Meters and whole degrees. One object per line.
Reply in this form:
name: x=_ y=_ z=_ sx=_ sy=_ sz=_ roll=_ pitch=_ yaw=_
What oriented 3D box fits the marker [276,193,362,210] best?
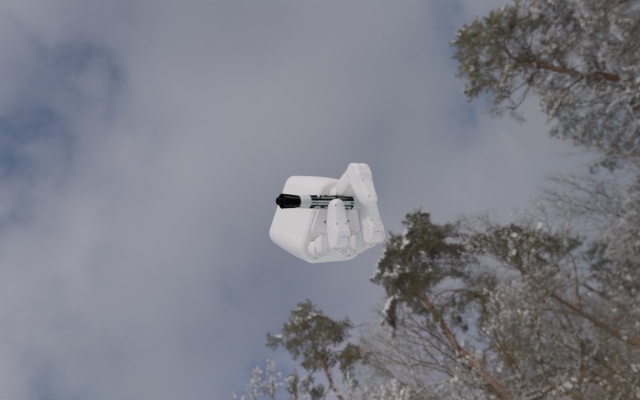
marker: x=0.000 y=0.002 z=0.593 sx=0.121 sy=0.020 sz=0.020 roll=1 pitch=-1 yaw=-32
